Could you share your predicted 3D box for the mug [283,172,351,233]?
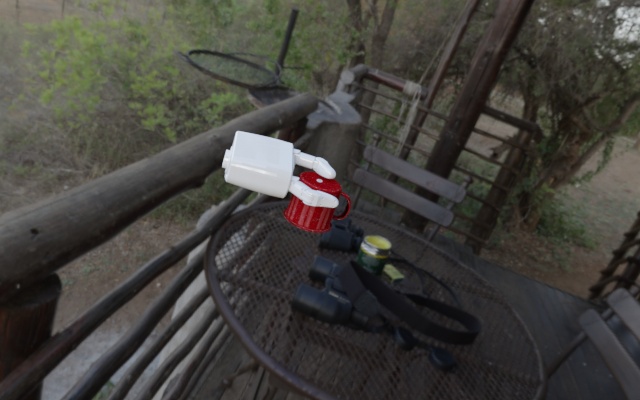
[{"bbox_3d":[0.002,0.003,0.862,0.117,0.081,0.093,13,23,-15],"label":"mug"}]
